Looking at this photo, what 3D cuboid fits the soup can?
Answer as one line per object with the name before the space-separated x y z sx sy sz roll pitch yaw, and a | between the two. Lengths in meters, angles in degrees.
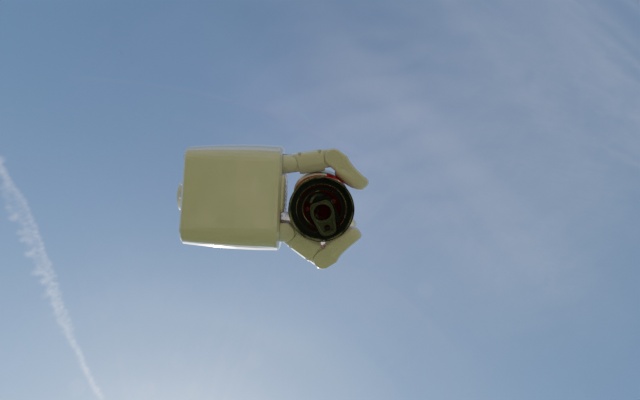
soup can | 0.001 0.002 0.535 0.068 0.068 0.102 0 9 -1
